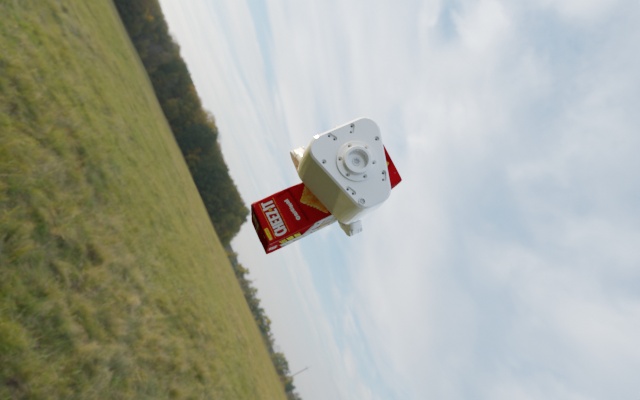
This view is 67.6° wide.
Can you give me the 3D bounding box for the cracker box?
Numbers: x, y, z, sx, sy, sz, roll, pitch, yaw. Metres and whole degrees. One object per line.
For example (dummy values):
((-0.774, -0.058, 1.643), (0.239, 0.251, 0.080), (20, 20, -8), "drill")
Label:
((0.000, 0.003, 0.742), (0.213, 0.072, 0.164), (-25, -7, -12), "cracker box")
